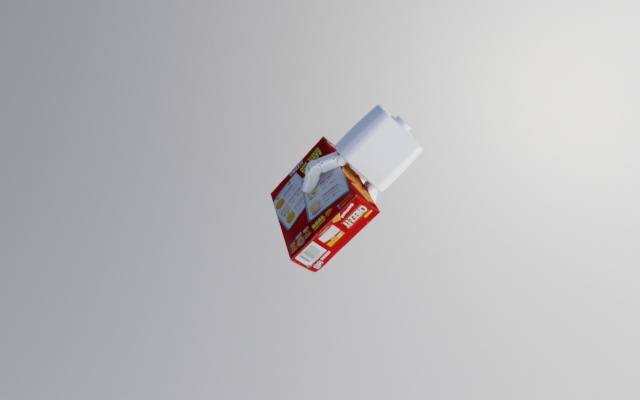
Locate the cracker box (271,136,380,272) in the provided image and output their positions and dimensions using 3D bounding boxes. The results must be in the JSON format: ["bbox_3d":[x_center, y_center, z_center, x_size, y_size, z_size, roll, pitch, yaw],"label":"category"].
[{"bbox_3d":[0.000,0.003,0.881,0.072,0.164,0.213,34,18,-32],"label":"cracker box"}]
